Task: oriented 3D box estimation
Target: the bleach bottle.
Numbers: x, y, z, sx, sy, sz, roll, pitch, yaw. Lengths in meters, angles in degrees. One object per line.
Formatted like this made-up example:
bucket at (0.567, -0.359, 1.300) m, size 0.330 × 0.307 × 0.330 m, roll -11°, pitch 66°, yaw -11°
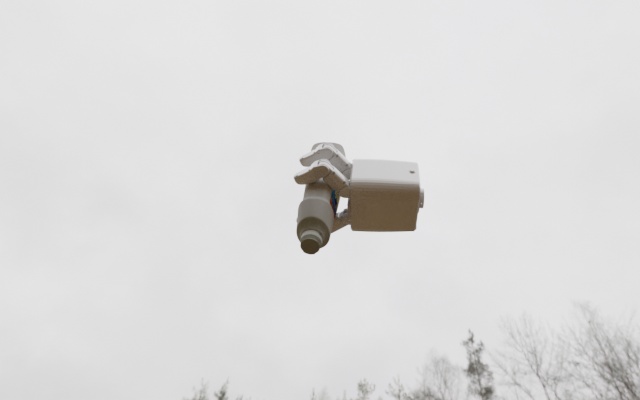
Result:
bleach bottle at (0.000, 0.002, 0.770) m, size 0.068 × 0.103 × 0.250 m, roll 2°, pitch 34°, yaw 6°
